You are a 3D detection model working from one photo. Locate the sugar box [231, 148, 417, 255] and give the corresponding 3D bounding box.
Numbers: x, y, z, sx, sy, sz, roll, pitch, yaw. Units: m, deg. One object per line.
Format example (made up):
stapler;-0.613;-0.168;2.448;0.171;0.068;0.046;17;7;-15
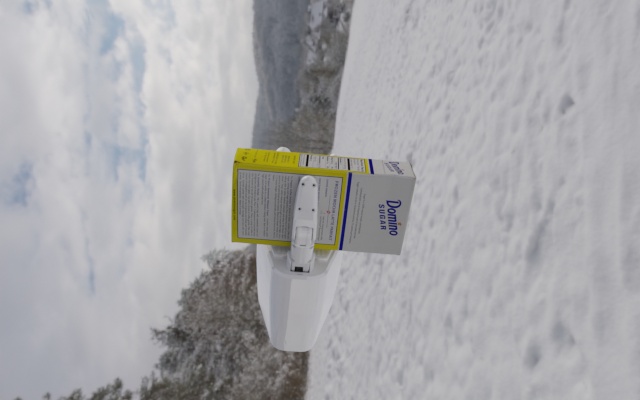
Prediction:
sugar box;0.000;0.001;0.485;0.176;0.093;0.048;4;30;-4
